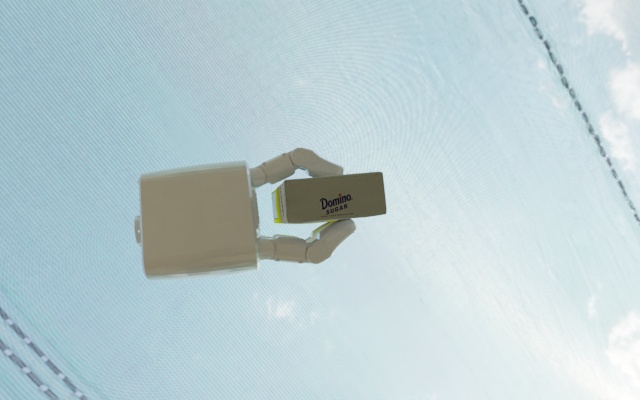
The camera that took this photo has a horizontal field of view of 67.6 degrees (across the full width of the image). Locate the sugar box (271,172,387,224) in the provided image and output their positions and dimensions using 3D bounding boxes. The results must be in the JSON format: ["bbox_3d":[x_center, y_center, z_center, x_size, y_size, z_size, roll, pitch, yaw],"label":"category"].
[{"bbox_3d":[0.000,0.002,0.506,0.093,0.048,0.176,-5,1,-9],"label":"sugar box"}]
